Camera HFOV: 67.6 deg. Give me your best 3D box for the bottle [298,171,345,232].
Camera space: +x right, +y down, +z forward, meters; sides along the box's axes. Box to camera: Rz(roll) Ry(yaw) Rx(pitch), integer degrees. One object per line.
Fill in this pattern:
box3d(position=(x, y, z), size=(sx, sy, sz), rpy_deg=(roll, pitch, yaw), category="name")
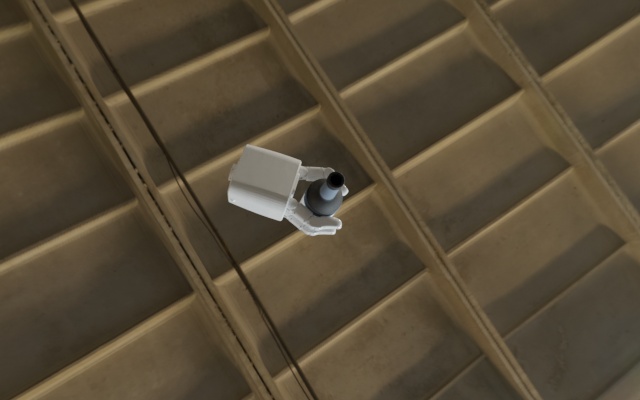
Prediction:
box3d(position=(0.000, 0.003, 0.872), size=(0.069, 0.069, 0.296), rpy_deg=(0, -14, -10), category="bottle")
